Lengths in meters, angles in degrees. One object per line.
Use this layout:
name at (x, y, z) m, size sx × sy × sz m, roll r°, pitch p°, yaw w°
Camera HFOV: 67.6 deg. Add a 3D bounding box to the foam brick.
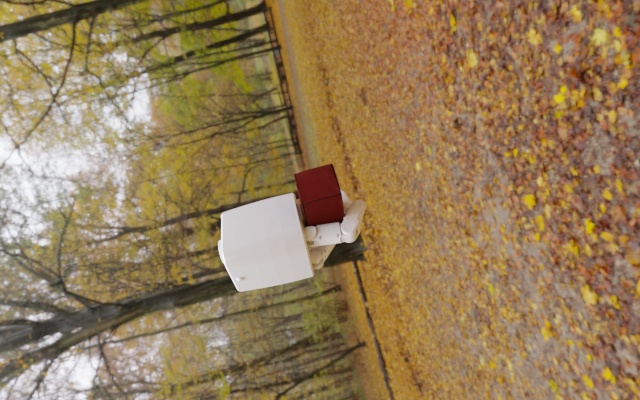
foam brick at (0.000, 0.002, 0.612) m, size 0.051 × 0.053 × 0.078 m, roll -13°, pitch -39°, yaw -3°
